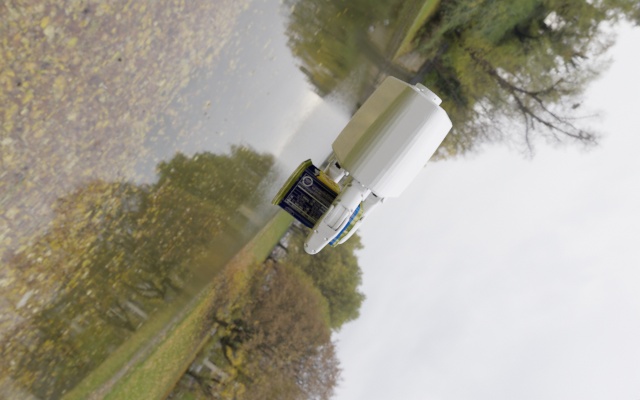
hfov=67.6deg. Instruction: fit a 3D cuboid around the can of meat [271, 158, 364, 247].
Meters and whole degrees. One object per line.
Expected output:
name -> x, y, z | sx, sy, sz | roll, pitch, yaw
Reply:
can of meat -> 0.000, 0.002, 0.537 | 0.084, 0.057, 0.102 | 38, 9, -1
